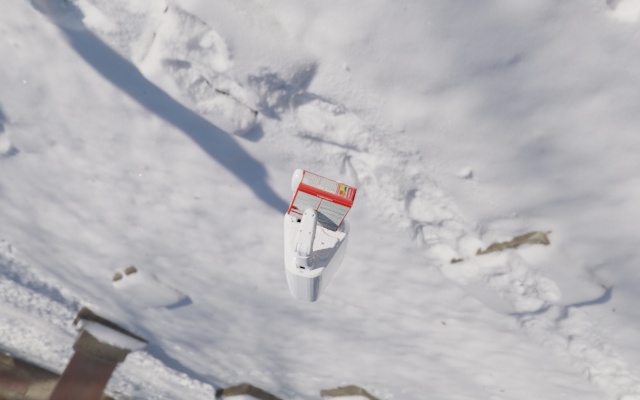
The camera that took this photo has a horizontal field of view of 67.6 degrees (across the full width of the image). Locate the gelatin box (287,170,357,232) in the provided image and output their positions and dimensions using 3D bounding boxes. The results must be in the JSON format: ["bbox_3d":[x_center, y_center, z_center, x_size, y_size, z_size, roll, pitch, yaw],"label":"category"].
[{"bbox_3d":[0.000,0.002,0.631,0.073,0.030,0.089,19,-28,-4],"label":"gelatin box"}]
